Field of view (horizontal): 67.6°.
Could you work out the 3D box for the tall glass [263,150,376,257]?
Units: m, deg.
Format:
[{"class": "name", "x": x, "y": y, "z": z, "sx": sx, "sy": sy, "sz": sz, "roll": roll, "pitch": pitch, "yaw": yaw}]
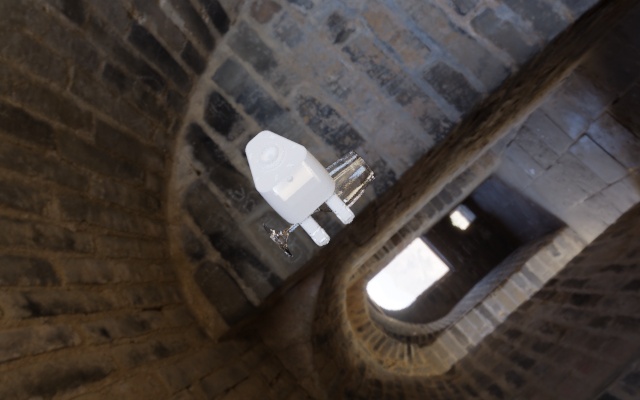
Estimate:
[{"class": "tall glass", "x": 0.000, "y": 0.003, "z": 0.818, "sx": 0.201, "sy": 0.079, "sz": 0.079, "roll": -41, "pitch": 0, "yaw": 0}]
